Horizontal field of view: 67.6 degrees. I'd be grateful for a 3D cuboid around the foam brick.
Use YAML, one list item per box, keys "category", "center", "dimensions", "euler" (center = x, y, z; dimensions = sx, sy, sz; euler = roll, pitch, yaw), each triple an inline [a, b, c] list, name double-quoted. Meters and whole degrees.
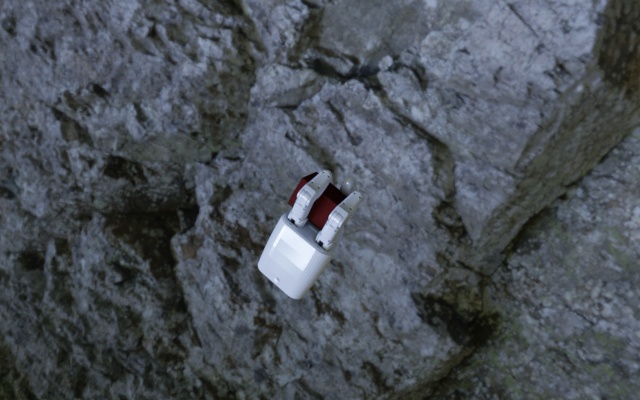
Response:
- category: "foam brick"
  center: [0.000, 0.002, 0.728]
  dimensions: [0.078, 0.051, 0.053]
  euler: [39, 26, 14]
